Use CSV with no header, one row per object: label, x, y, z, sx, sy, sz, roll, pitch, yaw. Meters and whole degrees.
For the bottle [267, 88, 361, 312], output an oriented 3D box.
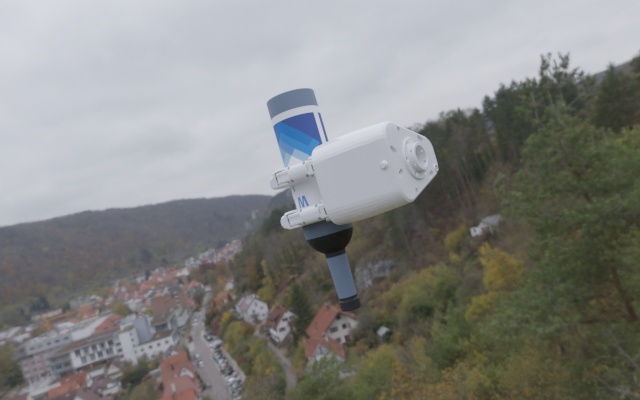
bottle,0.000,0.002,0.638,0.069,0.295,0.069,-16,-2,-1
